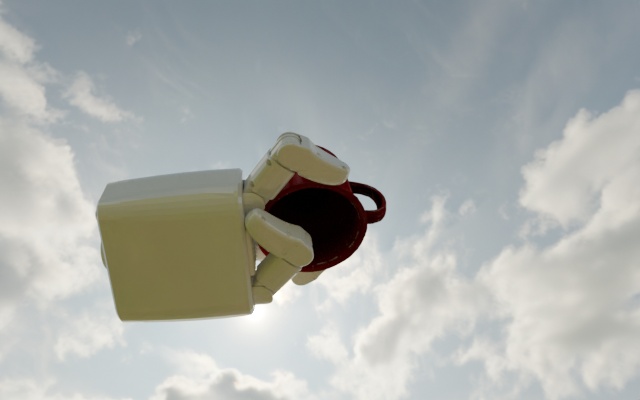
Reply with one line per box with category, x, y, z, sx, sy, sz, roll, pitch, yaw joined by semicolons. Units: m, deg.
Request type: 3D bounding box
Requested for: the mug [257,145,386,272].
mug;0.001;0.001;0.425;0.117;0.093;0.081;-3;34;-6
